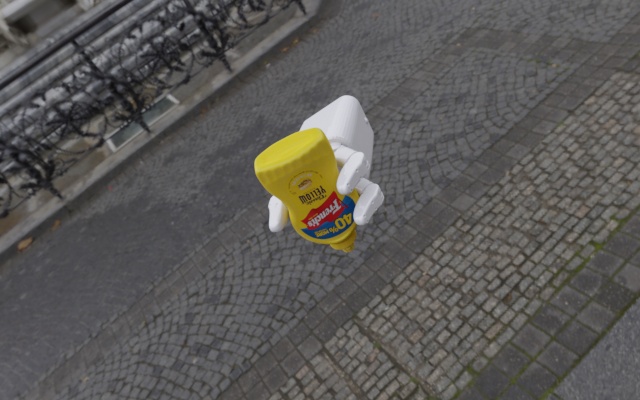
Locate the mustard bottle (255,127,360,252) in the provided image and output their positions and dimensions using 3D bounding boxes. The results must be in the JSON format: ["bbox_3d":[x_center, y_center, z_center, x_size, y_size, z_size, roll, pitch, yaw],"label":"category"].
[{"bbox_3d":[0.000,0.002,0.626,0.096,0.192,0.058,-27,37,7],"label":"mustard bottle"}]
